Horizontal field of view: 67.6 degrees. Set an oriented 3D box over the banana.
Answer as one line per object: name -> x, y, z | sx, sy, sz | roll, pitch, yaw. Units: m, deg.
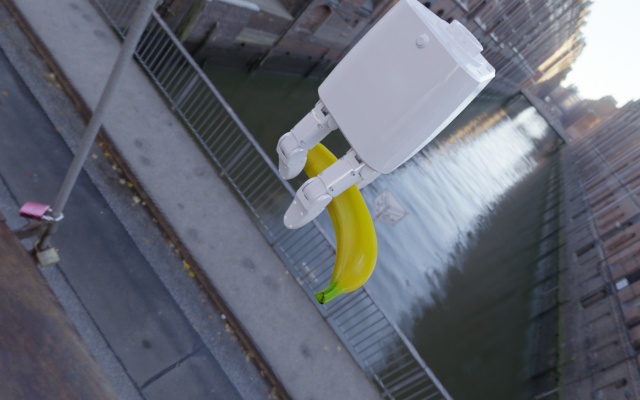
banana -> 0.016, 0.009, 0.464 | 0.069, 0.197, 0.037 | 17, -47, -32
